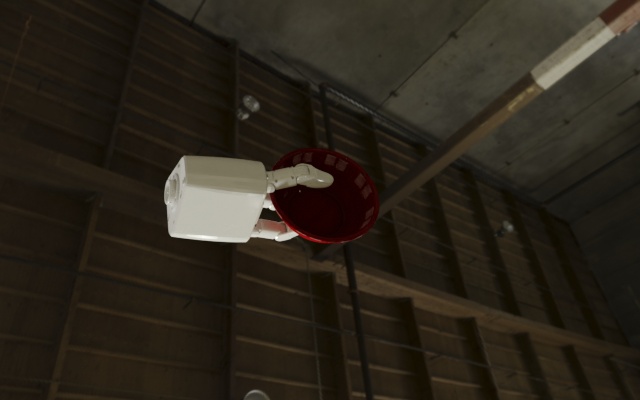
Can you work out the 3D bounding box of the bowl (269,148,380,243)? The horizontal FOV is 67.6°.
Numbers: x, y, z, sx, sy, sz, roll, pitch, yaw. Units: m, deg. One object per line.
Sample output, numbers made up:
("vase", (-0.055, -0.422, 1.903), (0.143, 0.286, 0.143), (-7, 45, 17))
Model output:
("bowl", (0.001, 0.003, 0.685), (0.162, 0.162, 0.055), (0, -34, -18))
